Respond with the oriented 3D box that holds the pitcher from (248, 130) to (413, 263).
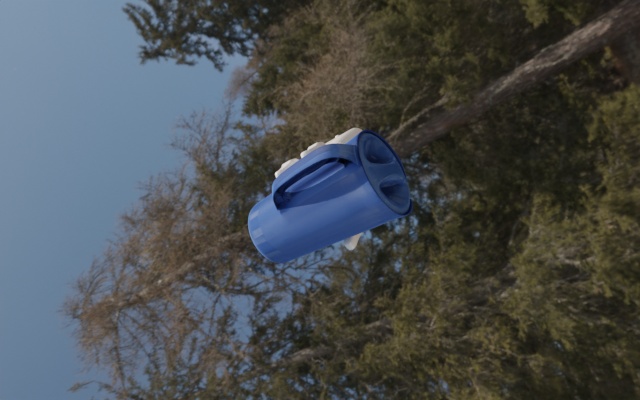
[{"bbox_3d":[0.000,0.002,0.716,0.243,0.149,0.145,-28,10,31],"label":"pitcher"}]
